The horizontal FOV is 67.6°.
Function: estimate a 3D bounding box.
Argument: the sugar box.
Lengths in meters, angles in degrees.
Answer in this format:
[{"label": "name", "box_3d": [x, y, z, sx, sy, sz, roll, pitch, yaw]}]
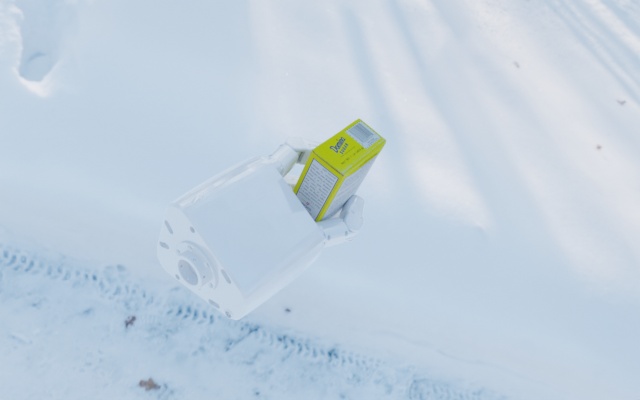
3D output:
[{"label": "sugar box", "box_3d": [0.000, 0.001, 0.521, 0.093, 0.048, 0.176, -38, -14, -46]}]
